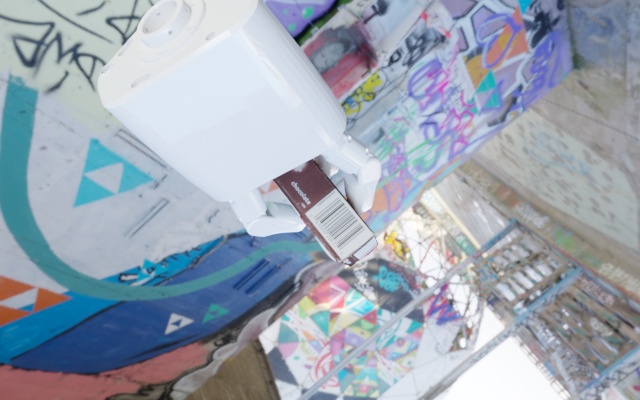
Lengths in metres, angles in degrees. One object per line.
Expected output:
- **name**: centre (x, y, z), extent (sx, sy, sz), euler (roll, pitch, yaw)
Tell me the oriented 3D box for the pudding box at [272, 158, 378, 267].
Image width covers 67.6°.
- **pudding box**: centre (0.000, 0.001, 0.404), extent (0.039, 0.113, 0.090), euler (-37, -13, 2)
